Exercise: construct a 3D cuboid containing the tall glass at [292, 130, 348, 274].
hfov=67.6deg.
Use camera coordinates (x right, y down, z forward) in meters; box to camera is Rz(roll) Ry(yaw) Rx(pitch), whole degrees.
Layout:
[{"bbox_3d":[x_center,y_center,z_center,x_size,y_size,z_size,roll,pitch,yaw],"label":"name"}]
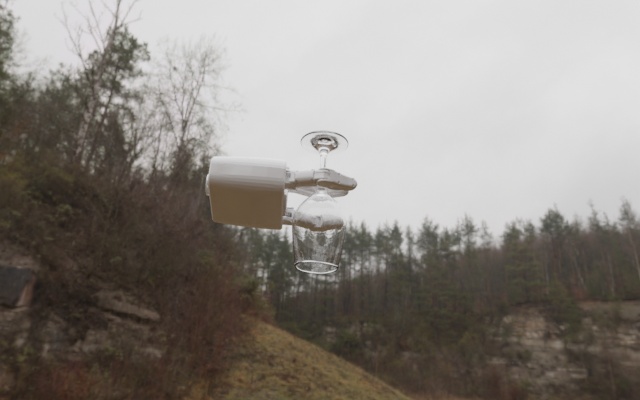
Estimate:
[{"bbox_3d":[0.000,0.002,0.700,0.079,0.201,0.079,3,-23,1],"label":"tall glass"}]
